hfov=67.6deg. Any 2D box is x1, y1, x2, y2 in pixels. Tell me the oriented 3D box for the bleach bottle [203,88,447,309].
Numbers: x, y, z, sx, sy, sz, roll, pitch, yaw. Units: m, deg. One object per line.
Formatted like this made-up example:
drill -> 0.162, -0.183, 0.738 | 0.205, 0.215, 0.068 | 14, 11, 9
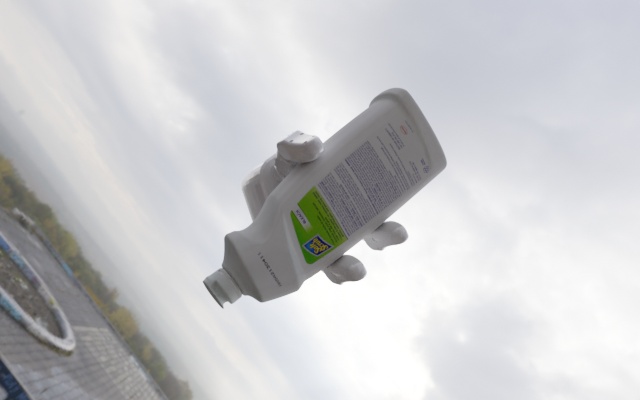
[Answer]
bleach bottle -> 0.000, 0.001, 0.438 | 0.250, 0.102, 0.068 | -37, 10, -21
